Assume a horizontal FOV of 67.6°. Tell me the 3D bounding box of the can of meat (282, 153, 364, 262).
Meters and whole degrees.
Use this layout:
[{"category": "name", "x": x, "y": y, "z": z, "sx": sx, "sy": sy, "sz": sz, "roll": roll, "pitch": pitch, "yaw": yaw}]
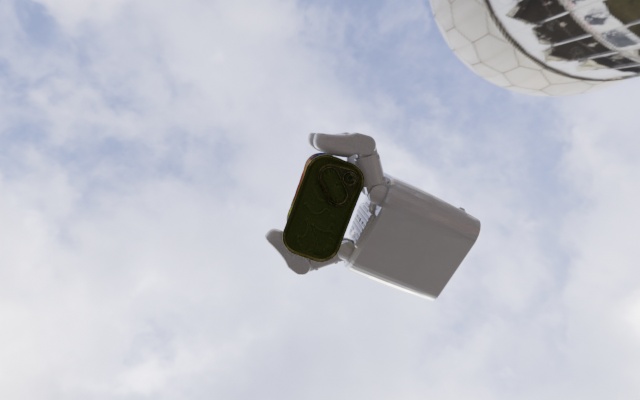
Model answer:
[{"category": "can of meat", "x": 0.000, "y": 0.002, "z": 0.495, "sx": 0.057, "sy": 0.102, "sz": 0.084, "roll": 20, "pitch": 8, "yaw": -7}]
